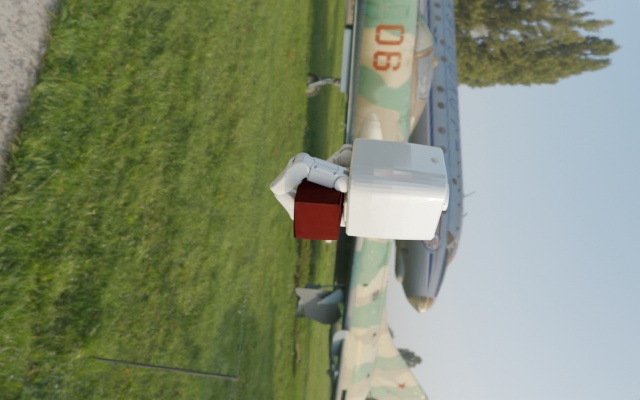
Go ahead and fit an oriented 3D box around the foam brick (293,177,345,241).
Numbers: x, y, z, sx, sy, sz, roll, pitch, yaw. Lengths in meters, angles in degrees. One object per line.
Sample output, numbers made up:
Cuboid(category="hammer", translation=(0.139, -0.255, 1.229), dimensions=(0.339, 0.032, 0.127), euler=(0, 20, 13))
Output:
Cuboid(category="foam brick", translation=(0.000, 0.002, 0.553), dimensions=(0.051, 0.053, 0.078), euler=(6, 36, 5))
